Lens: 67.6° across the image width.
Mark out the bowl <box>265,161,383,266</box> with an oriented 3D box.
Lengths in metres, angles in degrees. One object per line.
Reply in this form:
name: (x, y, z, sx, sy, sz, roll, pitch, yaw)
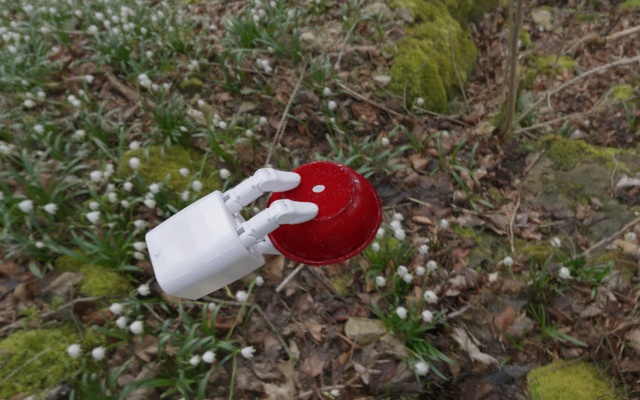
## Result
bowl: (0.001, 0.001, 0.627, 0.162, 0.162, 0.055, 0, -35, 8)
